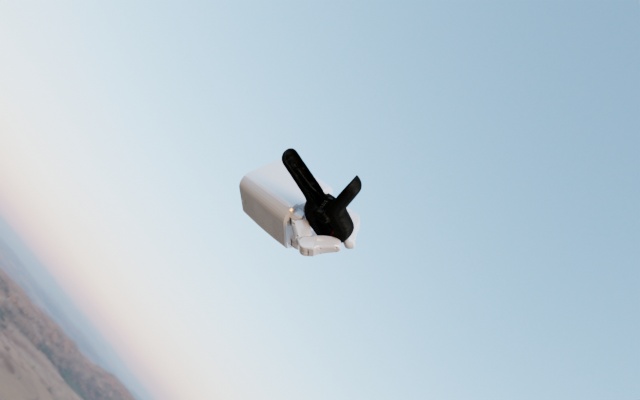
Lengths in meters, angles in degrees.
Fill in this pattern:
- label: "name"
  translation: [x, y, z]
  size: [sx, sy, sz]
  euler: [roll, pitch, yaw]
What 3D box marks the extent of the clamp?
- label: "clamp"
  translation: [0.001, 0.002, 0.659]
  size: [0.120, 0.172, 0.039]
  euler: [36, 58, 25]
